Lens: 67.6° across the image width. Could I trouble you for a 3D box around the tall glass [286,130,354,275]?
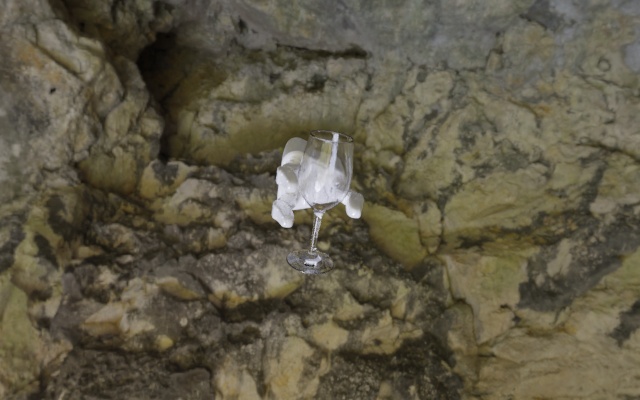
[{"bbox_3d":[0.000,0.003,0.695,0.079,0.201,0.079,9,22,-3],"label":"tall glass"}]
